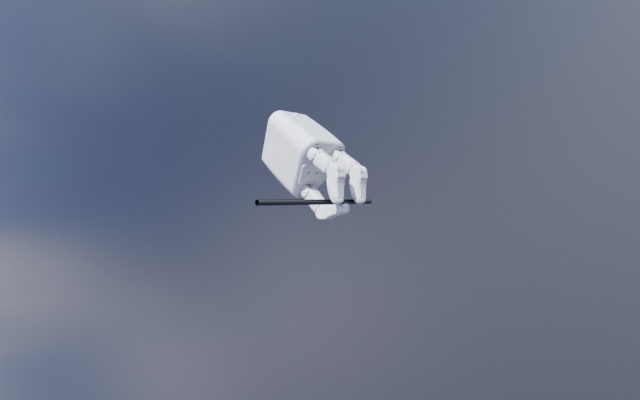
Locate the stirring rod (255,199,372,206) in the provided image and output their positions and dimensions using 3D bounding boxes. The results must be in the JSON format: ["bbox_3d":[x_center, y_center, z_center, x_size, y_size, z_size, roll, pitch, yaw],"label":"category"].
[{"bbox_3d":[0.000,0.002,0.698,0.011,0.011,0.239,0,0,42],"label":"stirring rod"}]
